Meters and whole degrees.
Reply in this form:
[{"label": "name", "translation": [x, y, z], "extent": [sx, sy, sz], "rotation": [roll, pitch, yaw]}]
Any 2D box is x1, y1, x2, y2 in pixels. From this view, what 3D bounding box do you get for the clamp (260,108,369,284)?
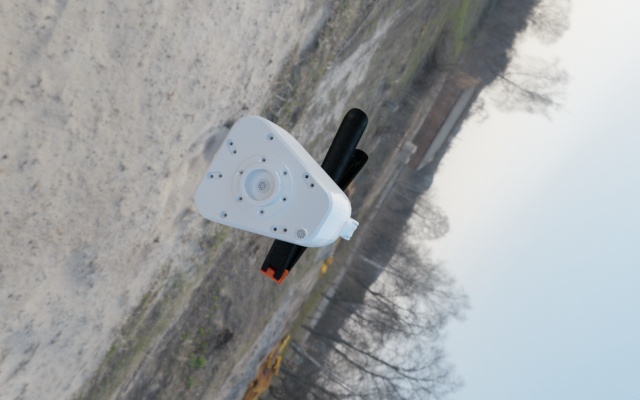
[{"label": "clamp", "translation": [0.000, 0.003, 0.569], "extent": [0.036, 0.210, 0.164], "rotation": [32, 1, 11]}]
